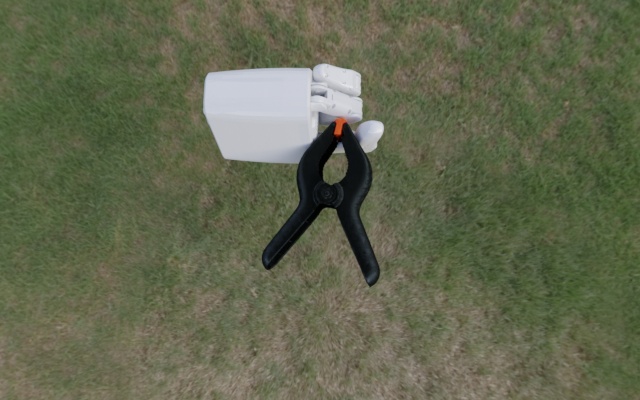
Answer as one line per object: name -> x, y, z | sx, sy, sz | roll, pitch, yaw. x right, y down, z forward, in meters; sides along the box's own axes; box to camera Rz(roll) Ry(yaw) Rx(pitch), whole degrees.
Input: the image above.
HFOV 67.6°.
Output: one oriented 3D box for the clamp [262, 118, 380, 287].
clamp -> 0.000, 0.001, 0.491 | 0.120, 0.171, 0.039 | 0, -14, 6
